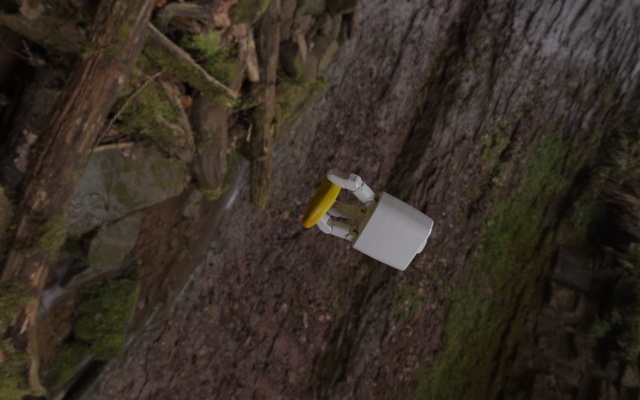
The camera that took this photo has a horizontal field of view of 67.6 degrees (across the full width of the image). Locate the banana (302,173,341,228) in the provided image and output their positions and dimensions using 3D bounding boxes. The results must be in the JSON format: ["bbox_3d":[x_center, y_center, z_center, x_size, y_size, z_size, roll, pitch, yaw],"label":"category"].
[{"bbox_3d":[0.010,-0.013,0.857,0.037,0.070,0.197,32,23,-3],"label":"banana"}]
